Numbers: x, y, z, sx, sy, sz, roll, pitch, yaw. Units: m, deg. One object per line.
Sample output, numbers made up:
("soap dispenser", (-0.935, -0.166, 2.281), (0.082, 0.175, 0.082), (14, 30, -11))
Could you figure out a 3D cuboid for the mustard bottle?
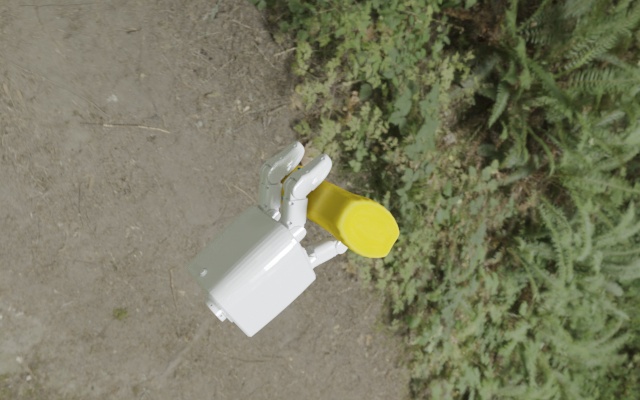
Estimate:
("mustard bottle", (0.000, 0.002, 0.573), (0.096, 0.058, 0.191), (31, -1, -41))
